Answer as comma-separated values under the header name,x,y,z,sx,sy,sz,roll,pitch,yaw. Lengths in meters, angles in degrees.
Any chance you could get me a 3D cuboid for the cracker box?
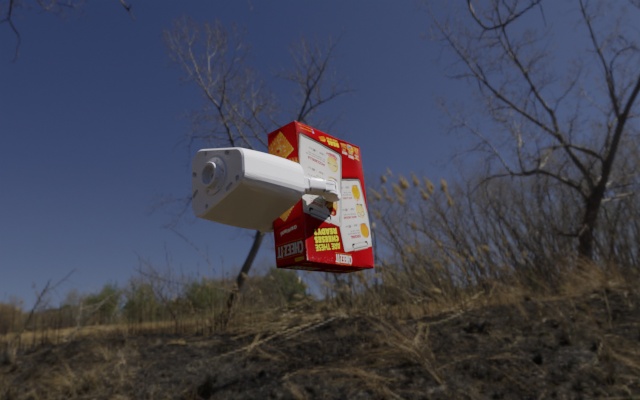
name,x,y,z,sx,sy,sz,roll,pitch,yaw
cracker box,0.000,0.002,0.753,0.072,0.213,0.164,-18,-21,38
